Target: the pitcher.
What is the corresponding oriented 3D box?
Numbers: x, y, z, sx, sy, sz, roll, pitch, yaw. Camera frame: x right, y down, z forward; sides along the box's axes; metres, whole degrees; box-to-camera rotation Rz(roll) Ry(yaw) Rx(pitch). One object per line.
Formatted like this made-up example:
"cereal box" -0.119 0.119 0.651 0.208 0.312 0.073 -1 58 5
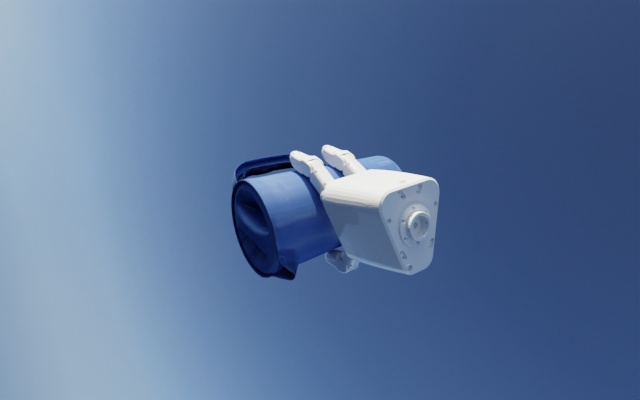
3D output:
"pitcher" 0.000 0.002 0.686 0.243 0.149 0.145 -16 14 -31
